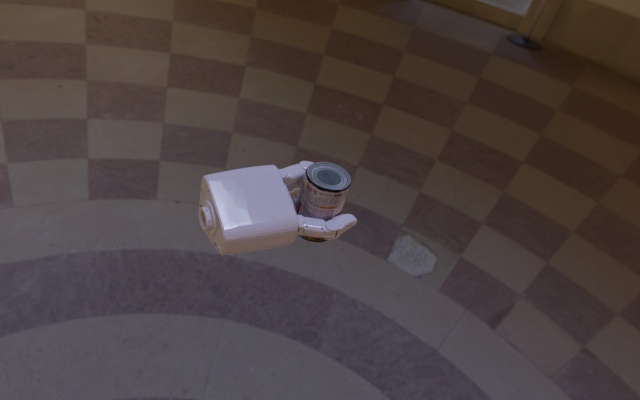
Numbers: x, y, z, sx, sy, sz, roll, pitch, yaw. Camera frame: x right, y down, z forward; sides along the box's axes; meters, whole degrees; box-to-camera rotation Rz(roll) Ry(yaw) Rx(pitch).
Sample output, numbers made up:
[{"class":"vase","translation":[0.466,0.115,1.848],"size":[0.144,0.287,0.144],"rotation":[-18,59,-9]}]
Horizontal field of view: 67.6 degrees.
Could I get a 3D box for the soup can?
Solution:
[{"class":"soup can","translation":[0.001,0.002,0.703],"size":[0.068,0.102,0.068],"rotation":[10,39,-8]}]
